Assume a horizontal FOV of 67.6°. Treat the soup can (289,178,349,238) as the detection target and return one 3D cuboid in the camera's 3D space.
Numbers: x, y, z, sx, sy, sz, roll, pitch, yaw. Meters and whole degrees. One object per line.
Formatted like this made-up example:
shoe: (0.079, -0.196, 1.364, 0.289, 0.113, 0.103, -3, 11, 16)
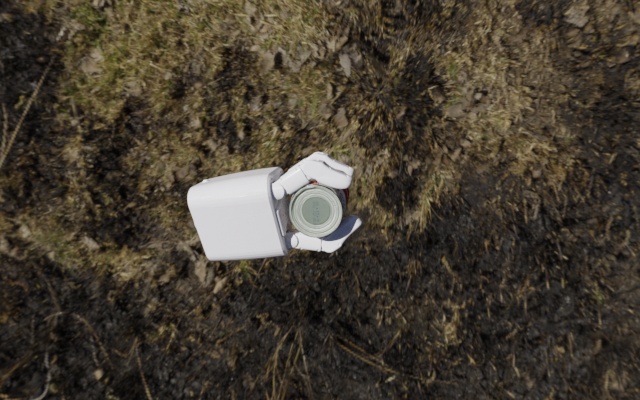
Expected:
soup can: (0.001, 0.002, 0.617, 0.068, 0.068, 0.102, 0, 13, 7)
